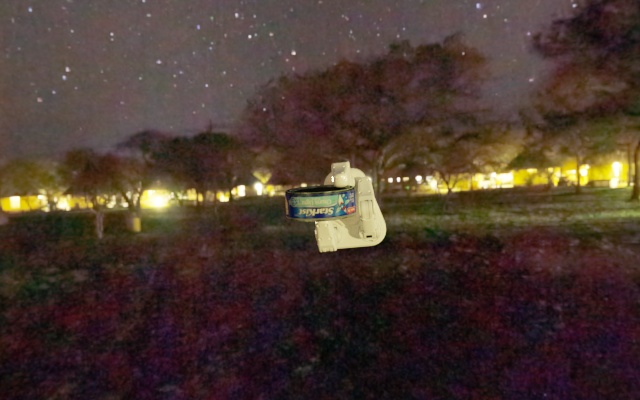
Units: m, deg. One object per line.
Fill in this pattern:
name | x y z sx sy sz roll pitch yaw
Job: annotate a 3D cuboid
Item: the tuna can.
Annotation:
tuna can | 0.000 0.001 0.578 0.086 0.034 0.086 -4 7 0
